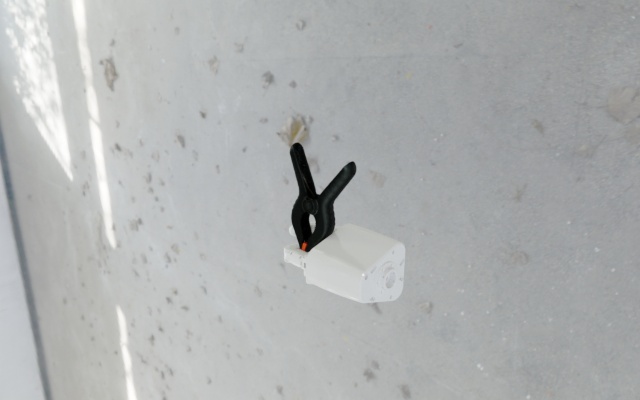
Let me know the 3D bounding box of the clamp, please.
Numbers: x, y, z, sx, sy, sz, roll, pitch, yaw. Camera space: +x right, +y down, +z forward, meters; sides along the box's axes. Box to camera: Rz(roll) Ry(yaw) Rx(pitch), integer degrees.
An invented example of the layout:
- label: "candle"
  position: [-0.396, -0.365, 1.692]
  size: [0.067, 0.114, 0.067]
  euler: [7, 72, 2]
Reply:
- label: "clamp"
  position: [0.000, 0.003, 0.726]
  size: [0.120, 0.171, 0.039]
  euler: [15, 22, 42]
